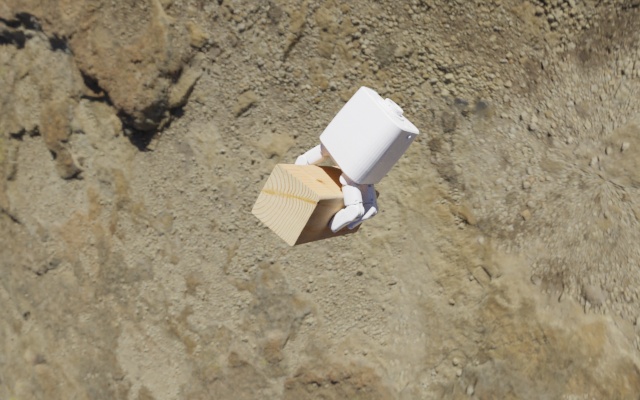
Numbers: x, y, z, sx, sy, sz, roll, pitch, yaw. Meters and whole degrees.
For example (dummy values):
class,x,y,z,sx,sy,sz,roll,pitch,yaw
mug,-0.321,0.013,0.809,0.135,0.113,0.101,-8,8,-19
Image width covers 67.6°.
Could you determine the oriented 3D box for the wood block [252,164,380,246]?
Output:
class,x,y,z,sx,sy,sz,roll,pitch,yaw
wood block,0.000,0.002,0.770,0.090,0.090,0.206,38,20,24
